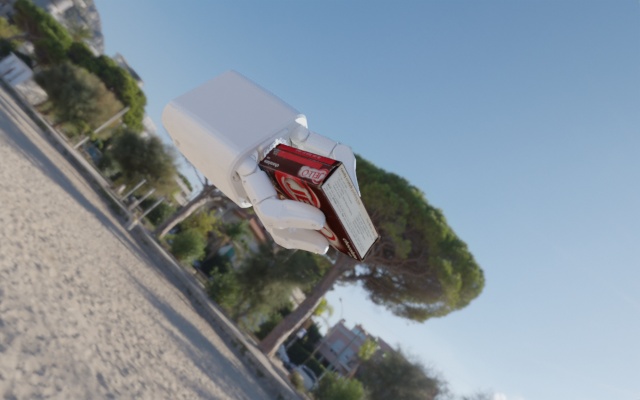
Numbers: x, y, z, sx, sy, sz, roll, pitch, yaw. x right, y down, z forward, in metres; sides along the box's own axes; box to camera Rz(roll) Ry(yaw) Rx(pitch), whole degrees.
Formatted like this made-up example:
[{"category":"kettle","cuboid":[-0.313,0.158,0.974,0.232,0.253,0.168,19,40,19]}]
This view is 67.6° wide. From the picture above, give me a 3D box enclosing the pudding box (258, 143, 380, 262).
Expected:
[{"category":"pudding box","cuboid":[0.000,0.001,0.469,0.090,0.039,0.114,23,-25,44]}]
